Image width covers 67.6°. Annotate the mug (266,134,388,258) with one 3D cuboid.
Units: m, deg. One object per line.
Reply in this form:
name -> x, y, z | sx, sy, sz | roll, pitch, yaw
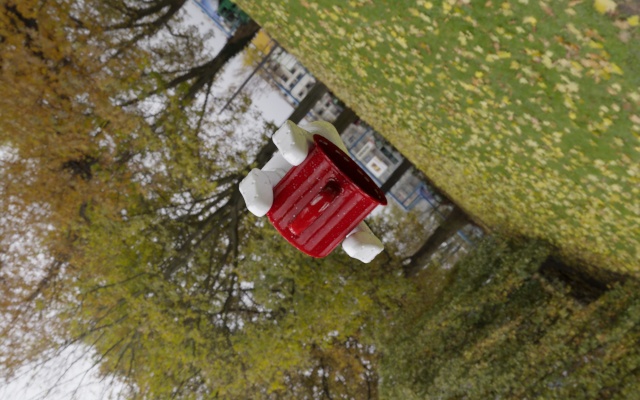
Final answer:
mug -> 0.000, 0.002, 0.435 | 0.093, 0.081, 0.117 | 43, 14, -4
